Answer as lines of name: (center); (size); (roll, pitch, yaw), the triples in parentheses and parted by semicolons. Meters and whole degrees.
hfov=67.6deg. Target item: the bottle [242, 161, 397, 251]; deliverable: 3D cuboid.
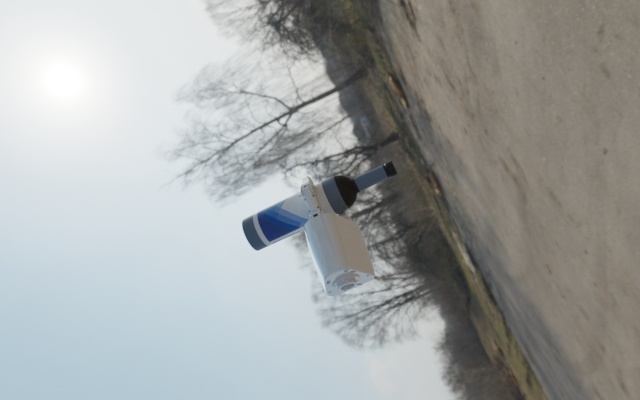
bottle: (0.000, 0.003, 0.873); (0.296, 0.069, 0.069); (-25, -5, 10)
